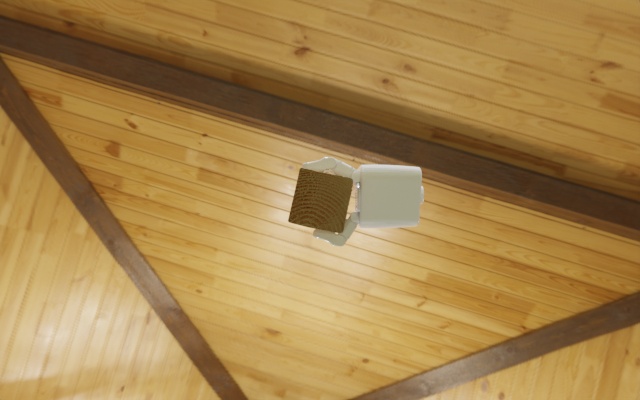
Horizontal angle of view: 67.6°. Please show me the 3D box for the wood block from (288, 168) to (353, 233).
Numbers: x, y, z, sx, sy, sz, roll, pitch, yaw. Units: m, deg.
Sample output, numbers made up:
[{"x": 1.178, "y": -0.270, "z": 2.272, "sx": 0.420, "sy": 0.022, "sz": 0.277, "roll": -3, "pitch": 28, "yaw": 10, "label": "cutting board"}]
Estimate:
[{"x": 0.000, "y": 0.003, "z": 0.846, "sx": 0.090, "sy": 0.091, "sz": 0.206, "roll": 12, "pitch": -2, "yaw": 0, "label": "wood block"}]
